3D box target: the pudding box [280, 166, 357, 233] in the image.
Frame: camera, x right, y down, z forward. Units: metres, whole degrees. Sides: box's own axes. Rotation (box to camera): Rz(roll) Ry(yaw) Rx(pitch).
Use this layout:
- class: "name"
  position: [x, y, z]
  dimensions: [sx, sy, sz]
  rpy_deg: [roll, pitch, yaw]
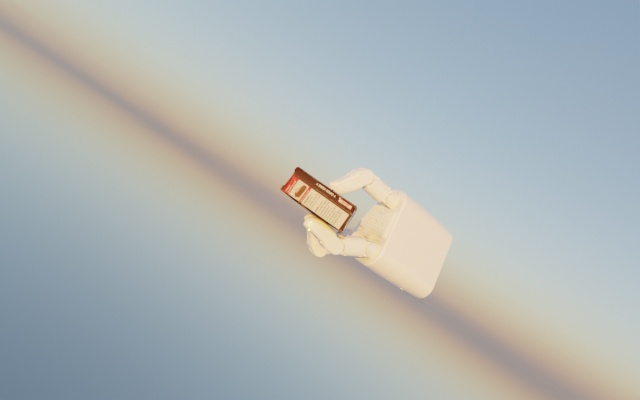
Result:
- class: "pudding box"
  position: [0.000, 0.002, 0.606]
  dimensions: [0.090, 0.039, 0.113]
  rpy_deg: [34, -4, 4]
